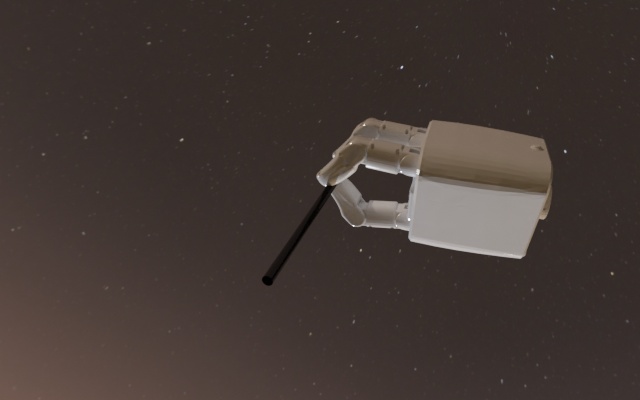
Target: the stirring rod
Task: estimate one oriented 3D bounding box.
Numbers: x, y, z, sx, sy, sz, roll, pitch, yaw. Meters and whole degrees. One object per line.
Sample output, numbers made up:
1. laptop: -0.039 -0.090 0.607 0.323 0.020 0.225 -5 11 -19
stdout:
1. stirring rod: 0.000 0.001 0.423 0.011 0.011 0.239 0 26 19
